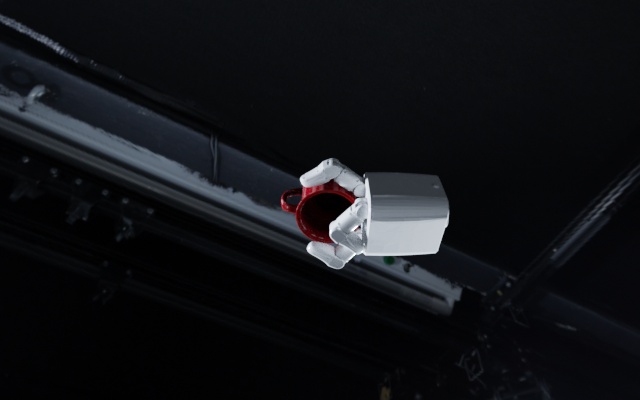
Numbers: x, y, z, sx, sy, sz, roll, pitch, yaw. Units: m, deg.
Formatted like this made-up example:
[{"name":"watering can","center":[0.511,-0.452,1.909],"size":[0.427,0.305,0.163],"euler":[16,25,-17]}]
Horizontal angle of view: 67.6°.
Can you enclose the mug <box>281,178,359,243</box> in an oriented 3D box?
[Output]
[{"name":"mug","center":[-0.001,0.002,0.712],"size":[0.117,0.093,0.081],"euler":[2,33,0]}]
